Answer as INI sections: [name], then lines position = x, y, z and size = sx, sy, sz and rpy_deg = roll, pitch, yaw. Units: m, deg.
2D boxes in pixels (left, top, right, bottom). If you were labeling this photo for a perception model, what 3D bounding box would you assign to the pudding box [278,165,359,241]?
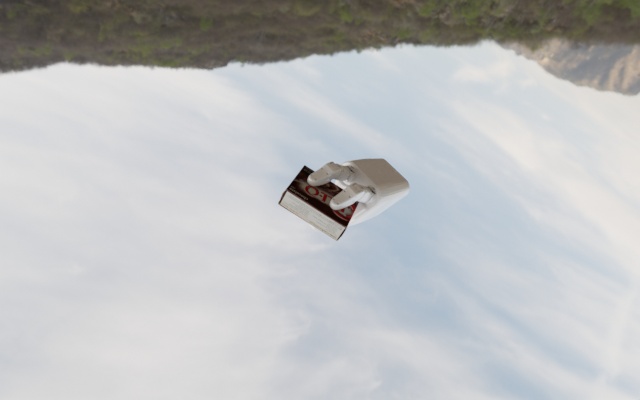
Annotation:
[pudding box]
position = 0.000, 0.003, 0.764
size = 0.113, 0.039, 0.090
rpy_deg = 30, 33, 1
